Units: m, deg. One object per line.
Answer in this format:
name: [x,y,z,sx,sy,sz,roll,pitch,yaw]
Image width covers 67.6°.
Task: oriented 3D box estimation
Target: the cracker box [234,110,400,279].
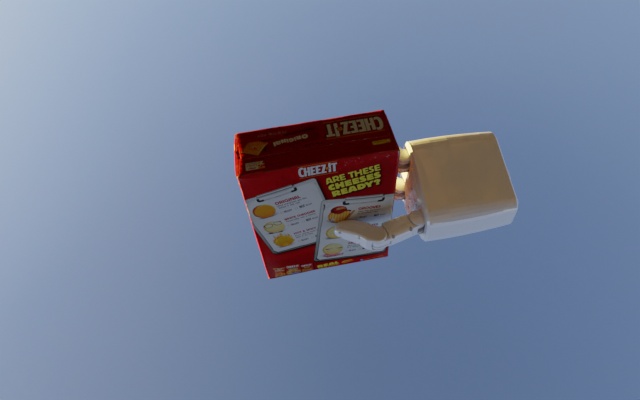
cracker box: [0.000,0.002,0.565,0.164,0.072,0.214,-10,-37,-3]
